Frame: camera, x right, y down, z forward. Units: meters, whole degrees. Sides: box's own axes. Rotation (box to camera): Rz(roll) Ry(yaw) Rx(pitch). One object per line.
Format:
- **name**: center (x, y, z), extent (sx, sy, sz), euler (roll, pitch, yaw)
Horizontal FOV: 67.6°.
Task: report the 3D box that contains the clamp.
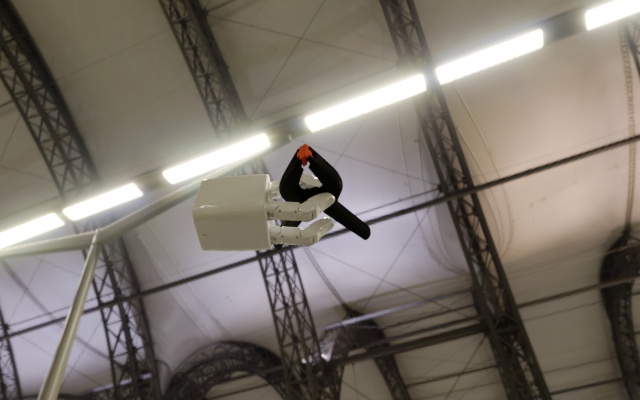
- **clamp**: center (0.000, 0.001, 0.736), extent (0.164, 0.036, 0.210), euler (-3, -44, -1)
